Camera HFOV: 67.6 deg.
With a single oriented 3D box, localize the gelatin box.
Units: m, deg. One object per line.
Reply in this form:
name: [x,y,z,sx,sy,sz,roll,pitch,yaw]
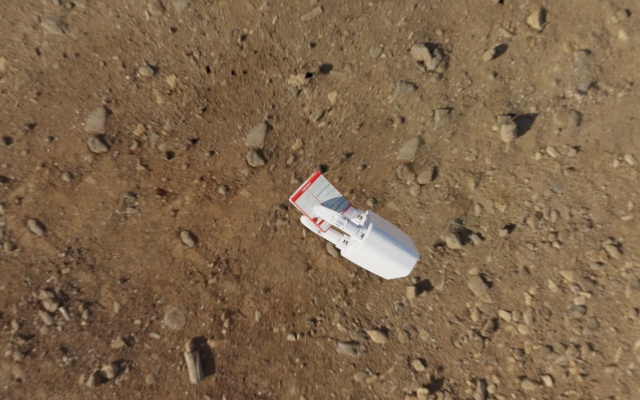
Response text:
gelatin box: [0.000,0.003,0.854,0.089,0.073,0.030,45,-4,-12]
